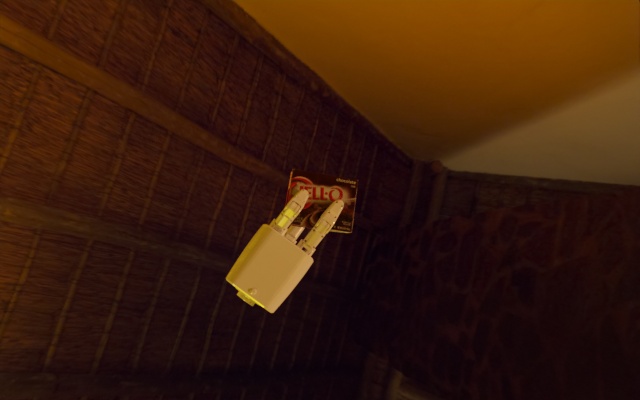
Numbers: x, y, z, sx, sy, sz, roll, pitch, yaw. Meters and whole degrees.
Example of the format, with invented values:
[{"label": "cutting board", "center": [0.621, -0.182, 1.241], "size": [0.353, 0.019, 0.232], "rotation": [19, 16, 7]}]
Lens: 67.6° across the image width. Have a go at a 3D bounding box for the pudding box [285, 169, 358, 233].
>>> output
[{"label": "pudding box", "center": [0.000, 0.003, 0.787], "size": [0.113, 0.090, 0.039], "rotation": [10, -10, -10]}]
